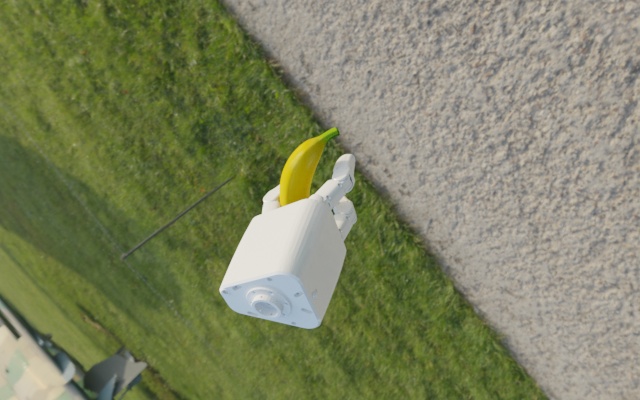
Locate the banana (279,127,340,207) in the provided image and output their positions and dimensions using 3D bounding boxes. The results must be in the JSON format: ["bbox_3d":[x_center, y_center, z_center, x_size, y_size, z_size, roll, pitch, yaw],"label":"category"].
[{"bbox_3d":[-0.018,-0.001,0.606,0.069,0.198,0.037,0,40,-9],"label":"banana"}]
